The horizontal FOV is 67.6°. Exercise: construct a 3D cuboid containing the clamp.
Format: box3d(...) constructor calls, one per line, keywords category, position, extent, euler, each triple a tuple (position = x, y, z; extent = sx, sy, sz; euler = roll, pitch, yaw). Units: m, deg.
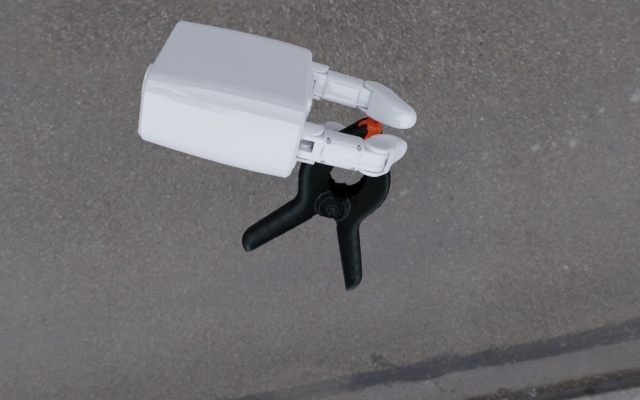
box3d(category="clamp", position=(0.000, 0.002, 0.423), extent=(0.120, 0.171, 0.039), euler=(12, 27, -9))
